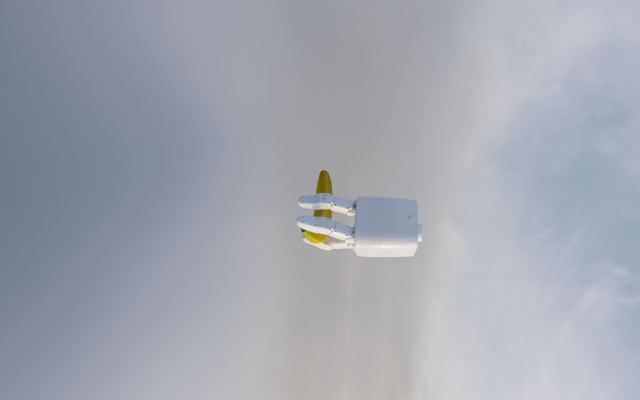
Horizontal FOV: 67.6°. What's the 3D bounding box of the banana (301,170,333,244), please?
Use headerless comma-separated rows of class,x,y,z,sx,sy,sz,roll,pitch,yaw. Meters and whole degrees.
banana,0.001,0.020,0.884,0.037,0.070,0.197,0,34,10
